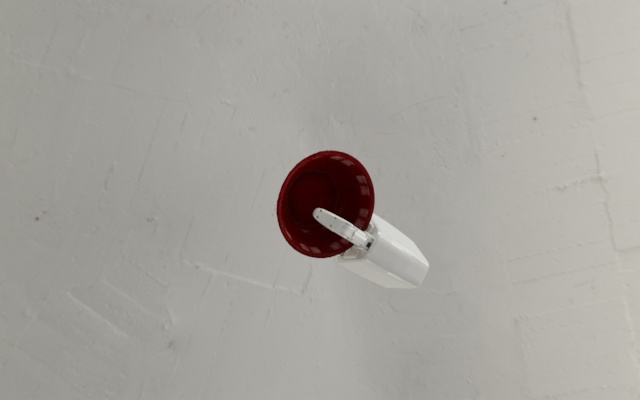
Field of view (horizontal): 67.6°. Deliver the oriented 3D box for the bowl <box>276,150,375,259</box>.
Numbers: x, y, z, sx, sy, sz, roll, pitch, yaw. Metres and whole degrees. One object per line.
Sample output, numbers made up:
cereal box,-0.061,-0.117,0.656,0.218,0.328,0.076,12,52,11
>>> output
bowl,-0.001,0.001,0.719,0.162,0.162,0.055,0,12,-27
